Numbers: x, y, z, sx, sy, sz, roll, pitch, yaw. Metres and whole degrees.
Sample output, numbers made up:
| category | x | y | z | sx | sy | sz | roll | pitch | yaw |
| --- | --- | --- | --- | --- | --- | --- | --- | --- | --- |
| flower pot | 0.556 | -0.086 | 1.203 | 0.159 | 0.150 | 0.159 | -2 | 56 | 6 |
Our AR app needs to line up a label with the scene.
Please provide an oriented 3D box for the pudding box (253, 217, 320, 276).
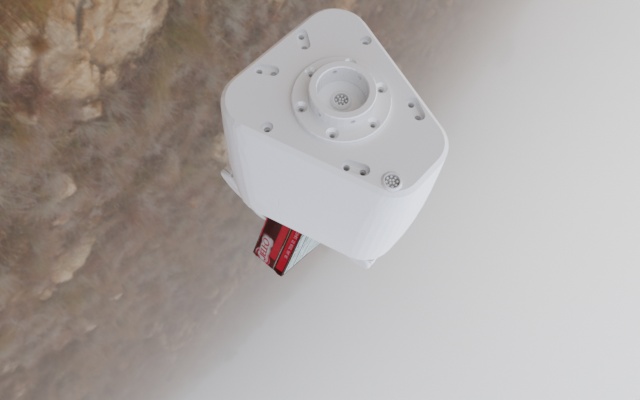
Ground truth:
| category | x | y | z | sx | sy | sz | roll | pitch | yaw |
| --- | --- | --- | --- | --- | --- | --- | --- | --- | --- |
| pudding box | 0.000 | 0.001 | 0.406 | 0.113 | 0.039 | 0.090 | -35 | -20 | -43 |
